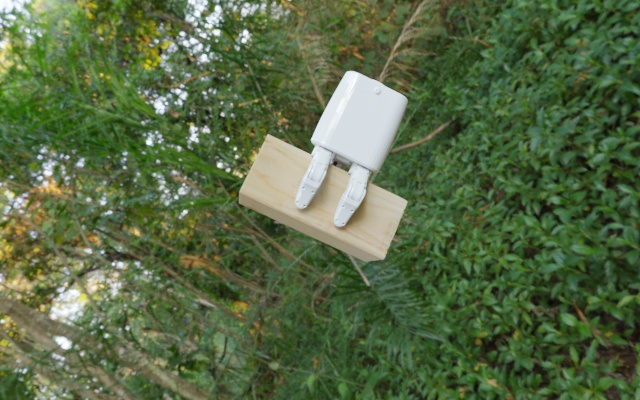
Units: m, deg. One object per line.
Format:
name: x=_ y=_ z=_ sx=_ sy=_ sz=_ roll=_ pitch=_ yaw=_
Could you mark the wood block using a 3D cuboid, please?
wood block: x=0.000 y=0.002 z=0.662 sx=0.206 sy=0.090 sz=0.091 roll=25 pitch=-12 yaw=-5
